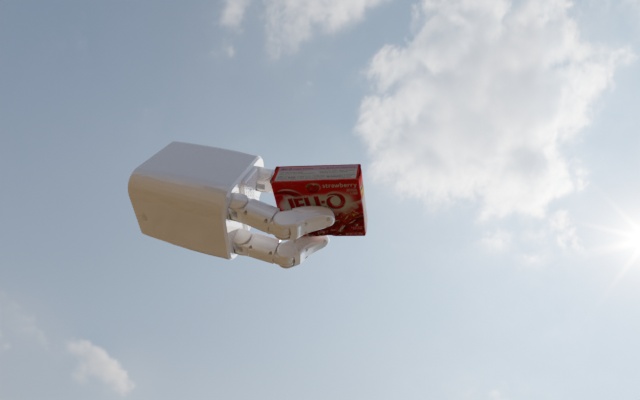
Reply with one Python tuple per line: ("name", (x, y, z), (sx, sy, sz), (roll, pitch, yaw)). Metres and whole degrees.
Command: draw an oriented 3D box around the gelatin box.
("gelatin box", (0.000, 0.001, 0.482), (0.089, 0.073, 0.030), (-1, 39, 12))
